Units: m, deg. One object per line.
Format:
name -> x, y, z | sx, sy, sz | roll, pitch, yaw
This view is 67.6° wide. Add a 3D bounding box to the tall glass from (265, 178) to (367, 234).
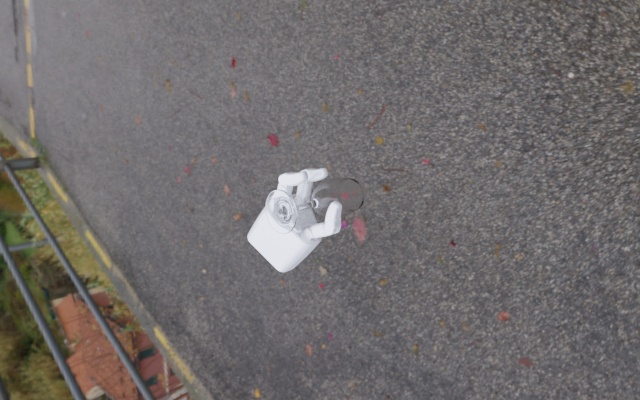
tall glass -> 0.000, 0.003, 0.857 | 0.079, 0.079, 0.201 | 0, 9, 43
